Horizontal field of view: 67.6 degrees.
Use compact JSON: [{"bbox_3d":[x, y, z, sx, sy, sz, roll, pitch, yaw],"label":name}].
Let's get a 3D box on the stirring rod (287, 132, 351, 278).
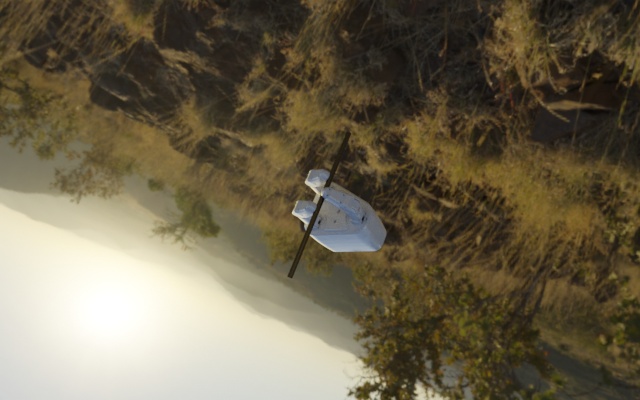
[{"bbox_3d":[0.000,0.002,0.712,0.011,0.239,0.011,21,-15,6],"label":"stirring rod"}]
